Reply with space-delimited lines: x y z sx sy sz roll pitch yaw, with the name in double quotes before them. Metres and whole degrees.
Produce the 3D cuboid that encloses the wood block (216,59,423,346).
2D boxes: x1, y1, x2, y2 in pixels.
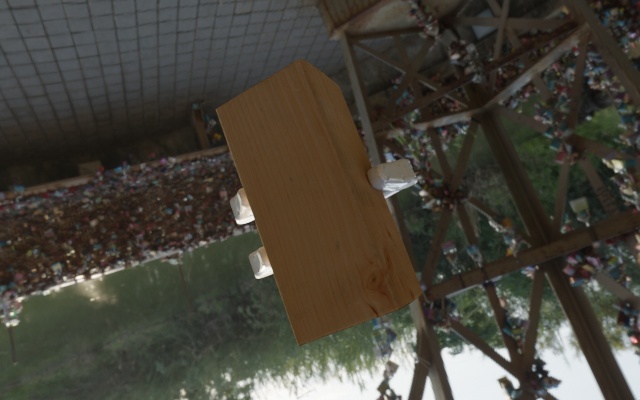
"wood block" 0.001 0.001 0.407 0.091 0.206 0.090 -25 -12 20
